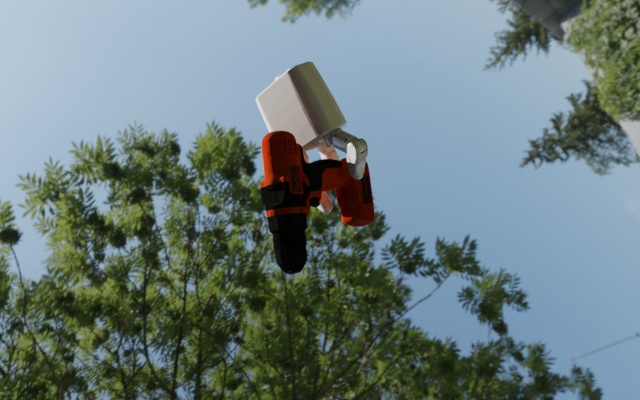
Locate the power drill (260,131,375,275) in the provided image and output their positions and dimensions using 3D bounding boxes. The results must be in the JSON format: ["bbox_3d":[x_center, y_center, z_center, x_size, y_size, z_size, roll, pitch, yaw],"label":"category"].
[{"bbox_3d":[0.000,0.002,0.661,0.057,0.184,0.187,-10,-7,39],"label":"power drill"}]
